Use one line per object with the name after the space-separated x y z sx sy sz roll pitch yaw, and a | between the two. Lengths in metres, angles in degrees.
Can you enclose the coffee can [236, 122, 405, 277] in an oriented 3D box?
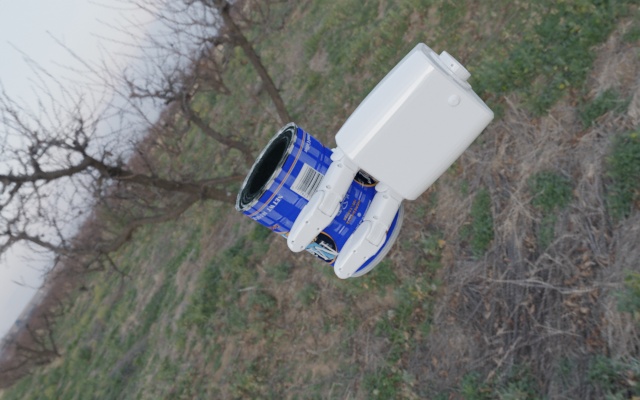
0.000 0.002 0.491 0.140 0.103 0.103 33 -13 -20 | coffee can
